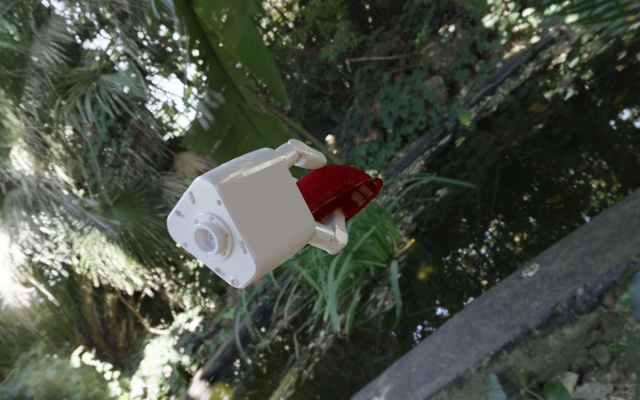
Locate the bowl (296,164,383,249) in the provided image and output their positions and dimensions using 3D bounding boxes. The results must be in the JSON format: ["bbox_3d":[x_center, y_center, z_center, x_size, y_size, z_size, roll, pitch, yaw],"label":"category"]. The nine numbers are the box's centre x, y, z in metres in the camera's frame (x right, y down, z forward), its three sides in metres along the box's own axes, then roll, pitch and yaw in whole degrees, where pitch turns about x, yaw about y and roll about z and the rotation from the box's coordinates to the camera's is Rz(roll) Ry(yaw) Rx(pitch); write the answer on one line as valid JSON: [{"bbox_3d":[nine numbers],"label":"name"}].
[{"bbox_3d":[0.000,0.002,0.619,0.162,0.055,0.162,-32,-15,-10],"label":"bowl"}]
